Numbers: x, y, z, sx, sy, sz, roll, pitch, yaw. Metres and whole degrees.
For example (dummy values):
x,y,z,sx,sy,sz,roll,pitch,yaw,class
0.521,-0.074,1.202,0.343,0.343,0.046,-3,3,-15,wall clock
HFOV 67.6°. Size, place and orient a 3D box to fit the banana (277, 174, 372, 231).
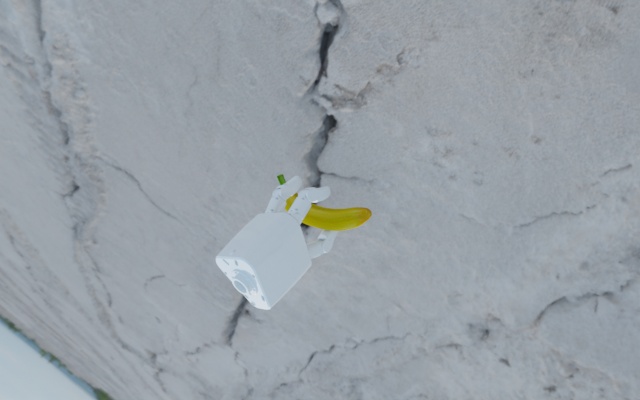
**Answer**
x,y,z,sx,sy,sz,roll,pitch,yaw,class
-0.002,0.017,0.812,0.197,0.070,0.037,21,42,30,banana
